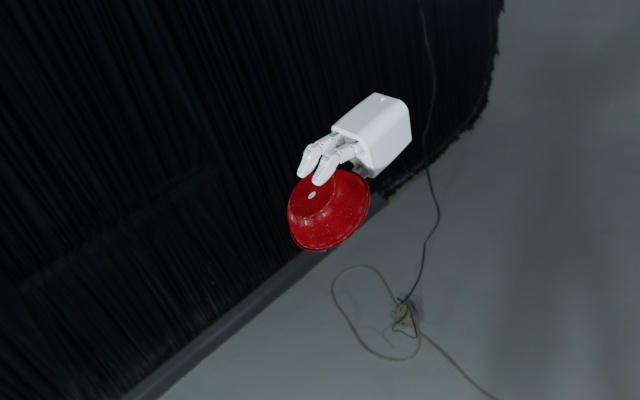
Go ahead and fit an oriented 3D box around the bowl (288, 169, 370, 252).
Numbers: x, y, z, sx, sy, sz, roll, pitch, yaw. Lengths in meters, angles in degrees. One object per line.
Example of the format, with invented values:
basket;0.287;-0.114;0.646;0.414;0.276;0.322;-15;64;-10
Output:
bowl;-0.001;0.004;0.799;0.162;0.162;0.055;0;-30;39
